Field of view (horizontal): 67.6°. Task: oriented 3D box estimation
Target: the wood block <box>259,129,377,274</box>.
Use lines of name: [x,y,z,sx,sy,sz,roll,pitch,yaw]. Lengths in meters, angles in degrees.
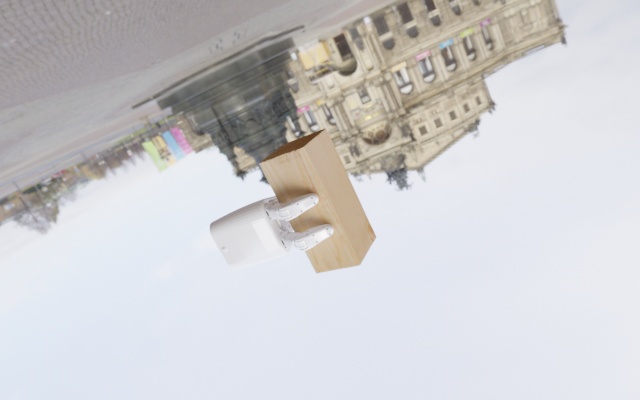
wood block: [0.000,0.003,0.773,0.090,0.206,0.090,-16,19,31]
